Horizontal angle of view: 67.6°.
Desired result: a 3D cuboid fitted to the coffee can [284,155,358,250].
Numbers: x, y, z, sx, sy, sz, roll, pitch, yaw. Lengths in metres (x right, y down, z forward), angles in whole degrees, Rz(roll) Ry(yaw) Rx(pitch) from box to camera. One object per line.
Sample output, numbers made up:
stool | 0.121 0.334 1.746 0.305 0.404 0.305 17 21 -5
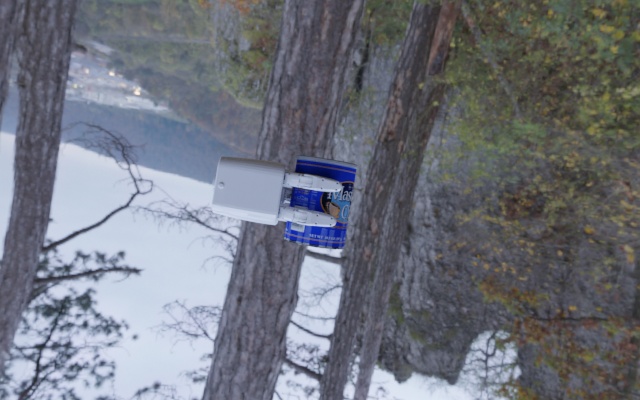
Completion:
coffee can | 0.000 0.002 0.794 0.103 0.140 0.103 9 2 0
